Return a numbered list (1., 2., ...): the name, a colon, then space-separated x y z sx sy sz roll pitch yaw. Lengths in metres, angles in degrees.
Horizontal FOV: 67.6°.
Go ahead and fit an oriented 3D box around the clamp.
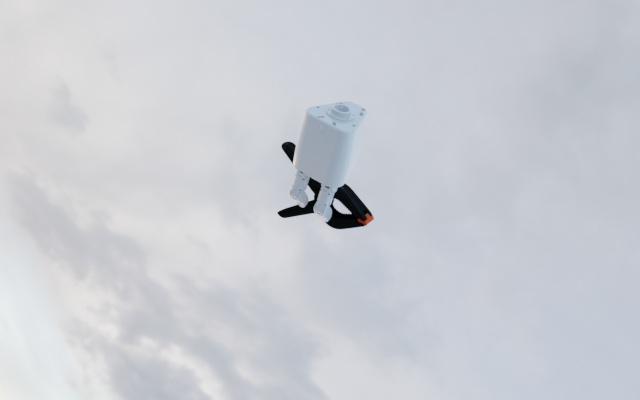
1. clamp: 0.001 0.003 0.886 0.210 0.165 0.036 31 40 22
